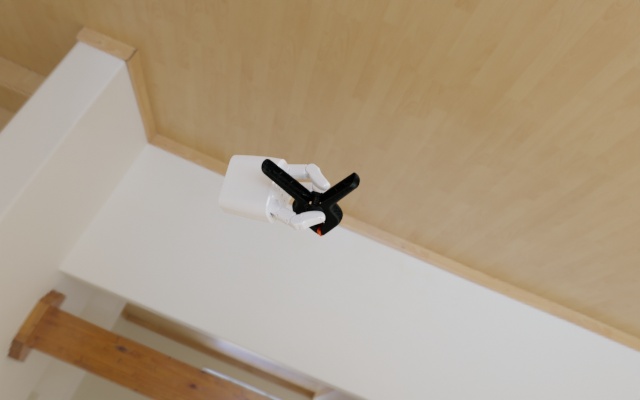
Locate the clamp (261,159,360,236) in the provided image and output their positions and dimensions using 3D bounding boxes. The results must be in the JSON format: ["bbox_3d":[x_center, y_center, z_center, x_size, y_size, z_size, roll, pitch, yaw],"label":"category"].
[{"bbox_3d":[0.000,0.004,0.837,0.164,0.036,0.210,7,-31,19],"label":"clamp"}]
